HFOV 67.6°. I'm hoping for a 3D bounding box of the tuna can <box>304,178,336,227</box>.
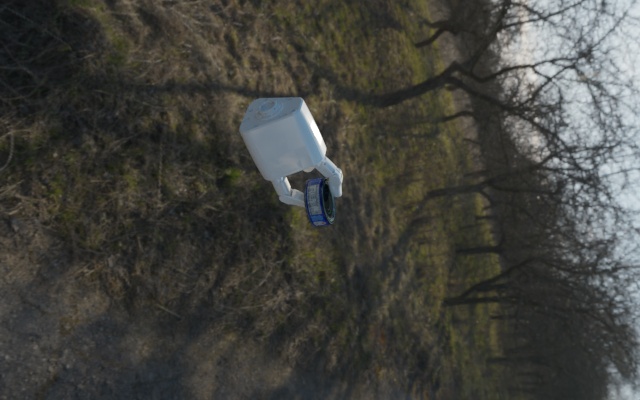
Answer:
[{"bbox_3d":[0.001,0.003,0.853,0.034,0.086,0.086,-8,-2,16],"label":"tuna can"}]
